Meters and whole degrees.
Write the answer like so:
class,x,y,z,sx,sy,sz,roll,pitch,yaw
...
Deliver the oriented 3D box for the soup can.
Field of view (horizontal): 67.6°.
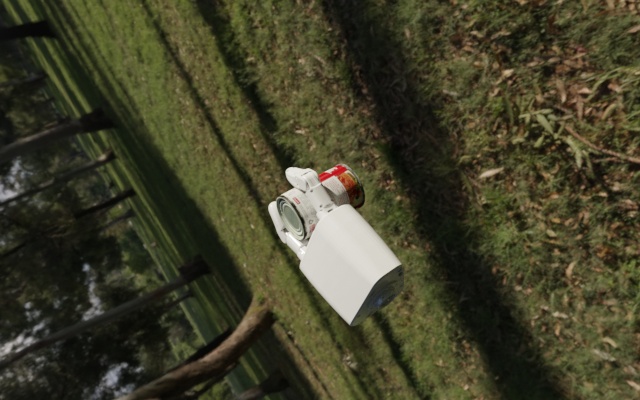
class,x,y,z,sx,sy,sz,roll,pitch,yaw
soup can,0.000,0.002,0.646,0.102,0.068,0.068,-29,13,-24
